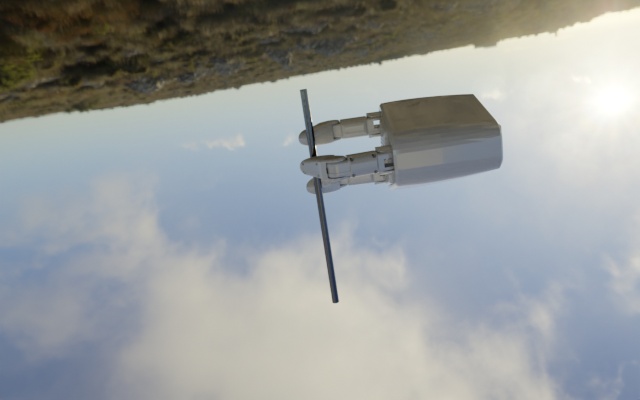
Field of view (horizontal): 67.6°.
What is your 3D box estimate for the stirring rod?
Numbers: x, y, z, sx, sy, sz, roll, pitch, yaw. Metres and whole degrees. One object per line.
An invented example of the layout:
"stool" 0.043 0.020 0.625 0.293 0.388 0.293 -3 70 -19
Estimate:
"stirring rod" 0.000 0.002 0.517 0.011 0.239 0.011 -8 15 2
